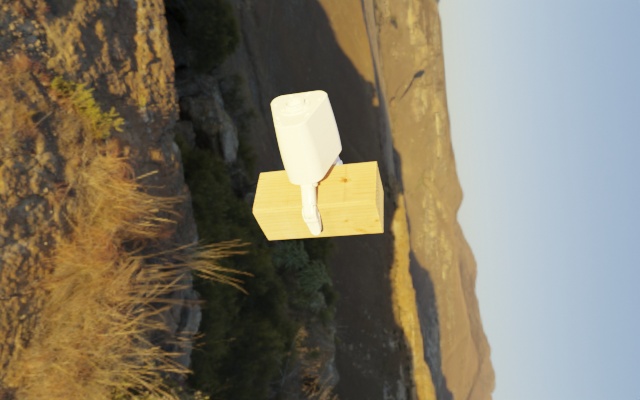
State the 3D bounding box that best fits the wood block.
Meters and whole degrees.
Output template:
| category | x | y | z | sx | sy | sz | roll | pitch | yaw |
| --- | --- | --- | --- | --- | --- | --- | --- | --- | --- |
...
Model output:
| category | x | y | z | sx | sy | sz | roll | pitch | yaw |
| --- | --- | --- | --- | --- | --- | --- | --- | --- | --- |
| wood block | 0.000 | 0.003 | 0.824 | 0.206 | 0.090 | 0.090 | -5 | -39 | 14 |
